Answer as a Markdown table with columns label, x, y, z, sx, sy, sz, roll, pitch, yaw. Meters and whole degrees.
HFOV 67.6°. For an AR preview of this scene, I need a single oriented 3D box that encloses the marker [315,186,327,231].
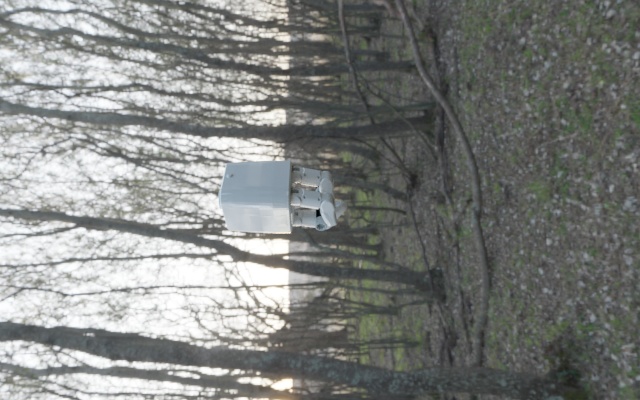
| label | x | y | z | sx | sy | sz | roll | pitch | yaw |
| --- | --- | --- | --- | --- | --- | --- | --- | --- | --- |
| marker | 0.000 | 0.003 | 0.801 | 0.020 | 0.020 | 0.121 | 0 | 41 | -1 |
